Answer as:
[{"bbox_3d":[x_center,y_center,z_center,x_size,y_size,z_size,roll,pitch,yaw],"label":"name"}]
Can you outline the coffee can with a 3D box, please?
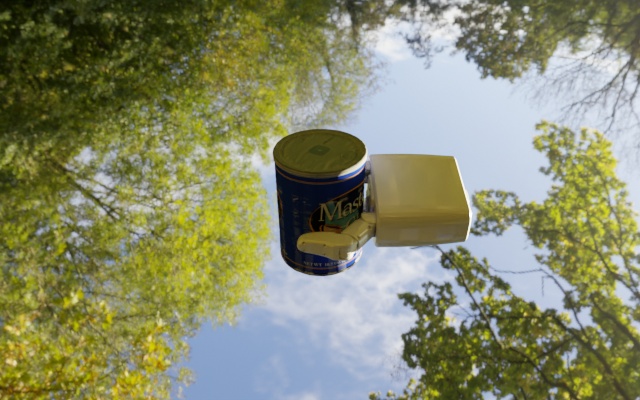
[{"bbox_3d":[0.000,0.002,0.556,0.103,0.140,0.102,0,34,0],"label":"coffee can"}]
